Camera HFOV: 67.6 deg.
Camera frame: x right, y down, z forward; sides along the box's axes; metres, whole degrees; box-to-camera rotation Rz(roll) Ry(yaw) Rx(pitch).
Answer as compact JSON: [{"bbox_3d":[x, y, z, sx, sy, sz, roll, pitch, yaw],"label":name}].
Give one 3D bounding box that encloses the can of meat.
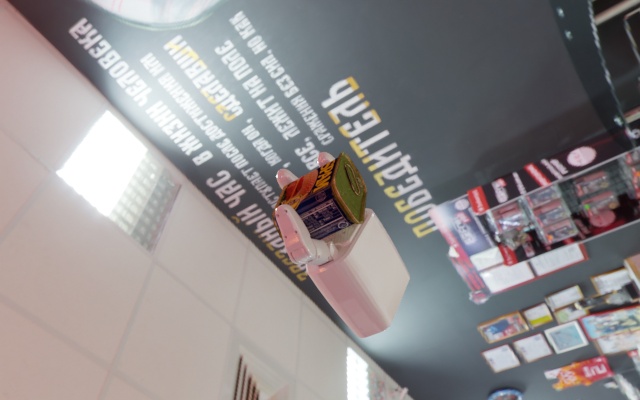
[{"bbox_3d":[0.000,0.002,0.528,0.084,0.057,0.102,-27,21,21],"label":"can of meat"}]
